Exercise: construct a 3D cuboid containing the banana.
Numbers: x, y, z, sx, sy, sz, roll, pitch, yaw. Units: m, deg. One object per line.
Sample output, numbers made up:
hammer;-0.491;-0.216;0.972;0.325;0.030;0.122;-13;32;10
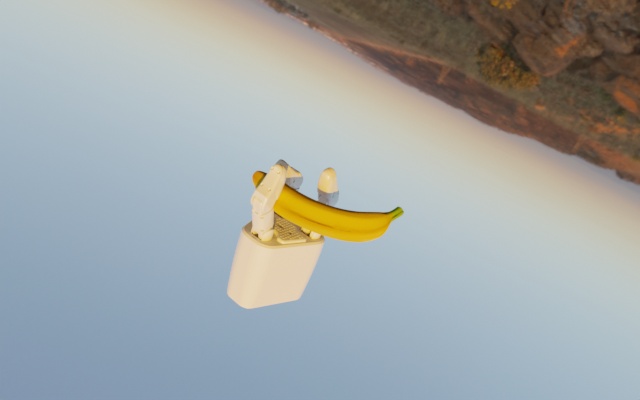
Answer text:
banana;-0.002;0.012;0.584;0.198;0.037;0.069;16;32;8
